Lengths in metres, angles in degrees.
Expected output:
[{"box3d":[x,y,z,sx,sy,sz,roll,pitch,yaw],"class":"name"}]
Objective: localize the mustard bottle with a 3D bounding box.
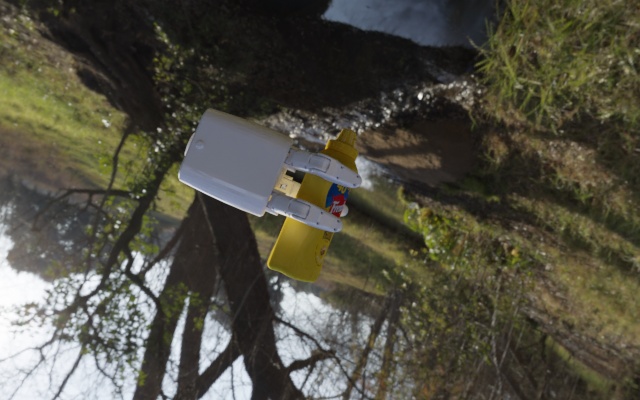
[{"box3d":[0.000,0.002,0.585,0.058,0.191,0.096,20,-5,20],"class":"mustard bottle"}]
